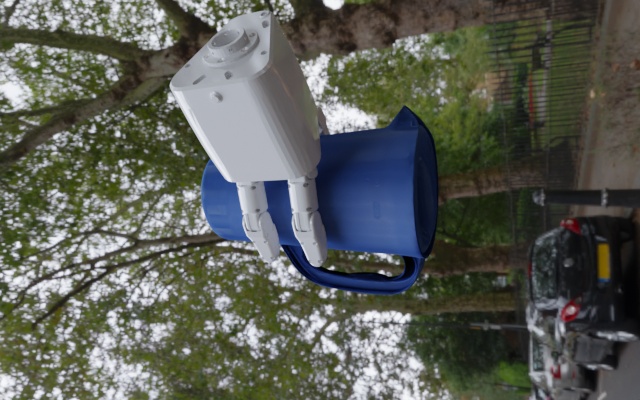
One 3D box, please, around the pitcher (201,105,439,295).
[{"bbox_3d":[0.000,0.002,0.511,0.243,0.149,0.145,-1,-39,23],"label":"pitcher"}]
